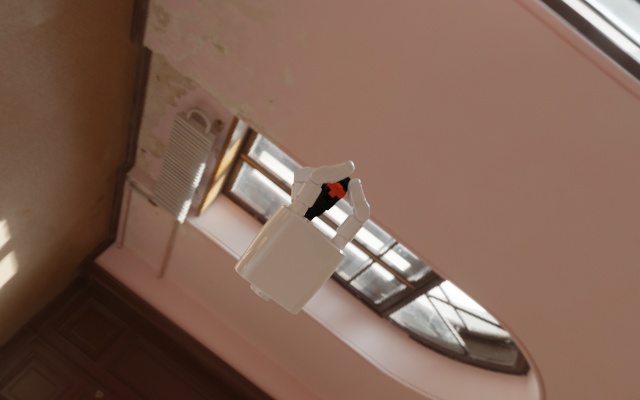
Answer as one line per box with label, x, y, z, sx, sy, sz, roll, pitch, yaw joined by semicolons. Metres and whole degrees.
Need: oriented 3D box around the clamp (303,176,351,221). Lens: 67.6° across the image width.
clamp;0.001;0.003;0.719;0.039;0.120;0.171;40;-3;0
